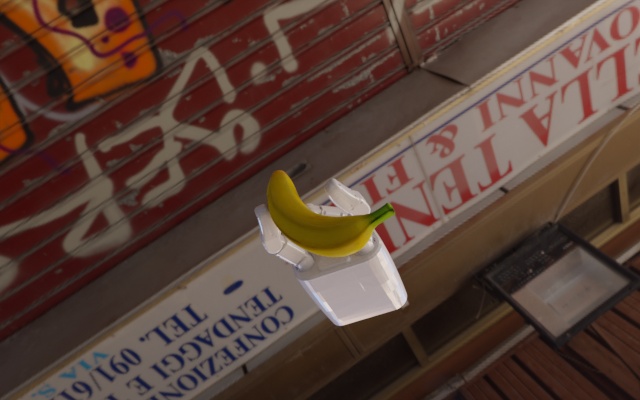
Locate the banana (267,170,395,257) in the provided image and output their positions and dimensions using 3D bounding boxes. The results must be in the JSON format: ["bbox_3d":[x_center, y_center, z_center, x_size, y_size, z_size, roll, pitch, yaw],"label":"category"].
[{"bbox_3d":[-0.011,0.015,0.485,0.069,0.037,0.197,-45,36,-19],"label":"banana"}]
